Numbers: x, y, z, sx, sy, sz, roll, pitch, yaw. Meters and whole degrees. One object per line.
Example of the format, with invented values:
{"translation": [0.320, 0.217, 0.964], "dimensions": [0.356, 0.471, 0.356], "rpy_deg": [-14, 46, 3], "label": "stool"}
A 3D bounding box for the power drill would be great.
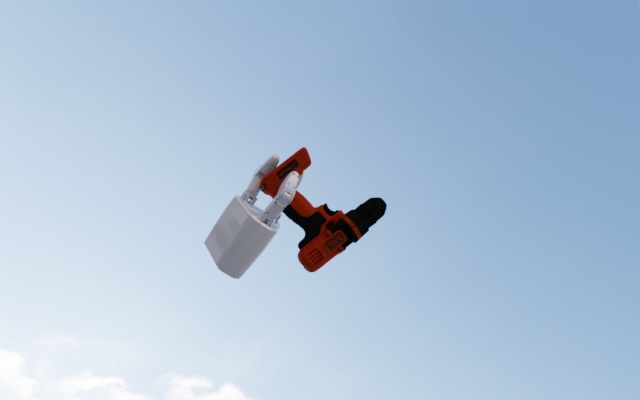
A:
{"translation": [0.000, 0.003, 0.828], "dimensions": [0.184, 0.187, 0.057], "rpy_deg": [-38, -1, -13], "label": "power drill"}
